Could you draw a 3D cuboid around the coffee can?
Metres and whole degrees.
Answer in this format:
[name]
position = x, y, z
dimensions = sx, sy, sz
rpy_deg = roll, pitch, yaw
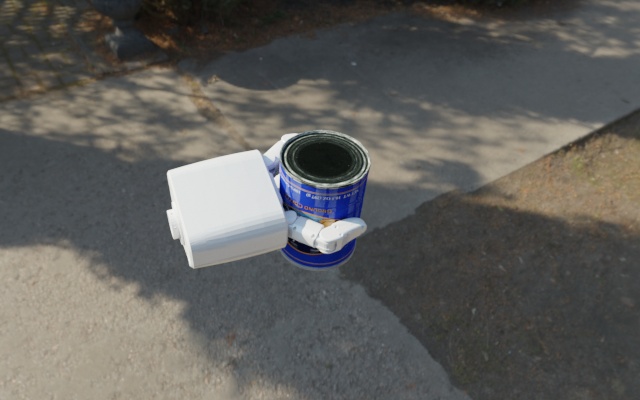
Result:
[coffee can]
position = 0.000, 0.002, 0.576
dimensions = 0.103, 0.140, 0.102
rpy_deg = 3, 43, -3
